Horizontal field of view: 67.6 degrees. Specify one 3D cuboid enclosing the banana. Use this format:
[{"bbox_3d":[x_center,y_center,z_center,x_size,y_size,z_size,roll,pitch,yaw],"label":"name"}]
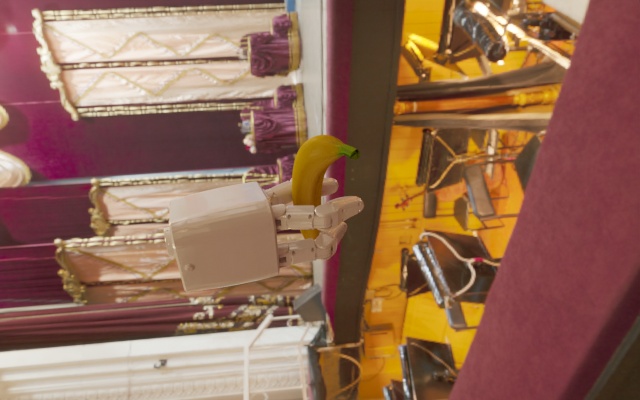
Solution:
[{"bbox_3d":[-0.008,-0.015,0.554,0.037,0.069,0.198,-19,-27,-23],"label":"banana"}]
